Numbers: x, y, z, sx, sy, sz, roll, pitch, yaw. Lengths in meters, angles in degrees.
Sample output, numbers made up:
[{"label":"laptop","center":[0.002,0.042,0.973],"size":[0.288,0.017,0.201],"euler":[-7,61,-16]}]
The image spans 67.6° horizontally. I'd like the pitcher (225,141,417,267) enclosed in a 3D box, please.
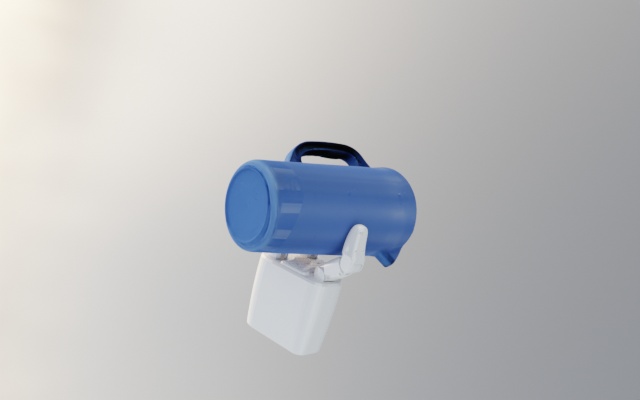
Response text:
[{"label":"pitcher","center":[0.000,0.002,0.630],"size":[0.243,0.145,0.149],"euler":[4,18,-43]}]
